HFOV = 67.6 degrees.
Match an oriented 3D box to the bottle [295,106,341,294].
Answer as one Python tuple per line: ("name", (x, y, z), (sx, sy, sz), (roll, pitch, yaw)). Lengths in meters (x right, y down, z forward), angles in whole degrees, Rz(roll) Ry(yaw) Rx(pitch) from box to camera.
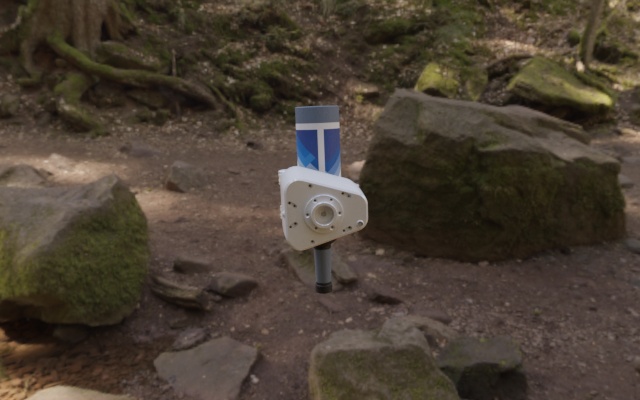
("bottle", (0.000, 0.002, 0.750), (0.069, 0.296, 0.069), (-2, 10, 0))
